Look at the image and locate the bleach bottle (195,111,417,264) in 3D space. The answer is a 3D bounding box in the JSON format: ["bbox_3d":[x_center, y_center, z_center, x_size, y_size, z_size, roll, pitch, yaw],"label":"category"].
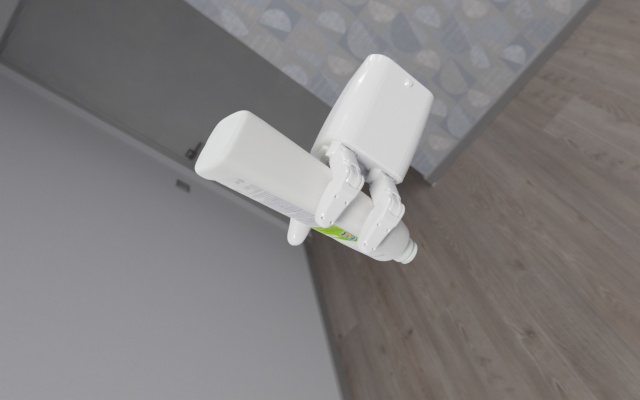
[{"bbox_3d":[0.000,0.002,0.505,0.251,0.068,0.102,31,-14,-25],"label":"bleach bottle"}]
